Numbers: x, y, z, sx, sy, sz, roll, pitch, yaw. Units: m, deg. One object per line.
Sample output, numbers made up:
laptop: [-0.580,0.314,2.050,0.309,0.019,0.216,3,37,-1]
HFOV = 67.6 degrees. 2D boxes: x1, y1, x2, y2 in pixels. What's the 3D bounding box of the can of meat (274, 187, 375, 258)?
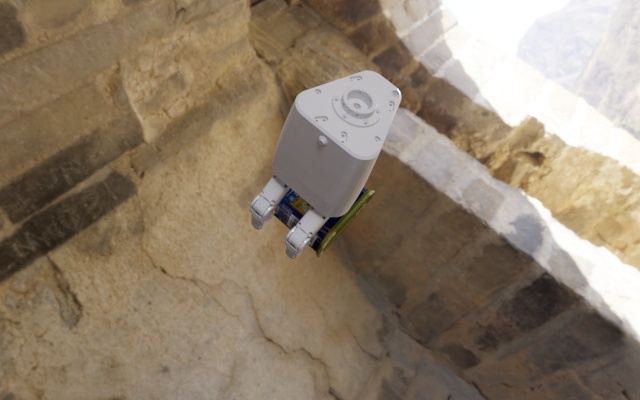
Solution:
can of meat: [0.000,0.002,0.569,0.102,0.084,0.057,-45,-9,-29]
